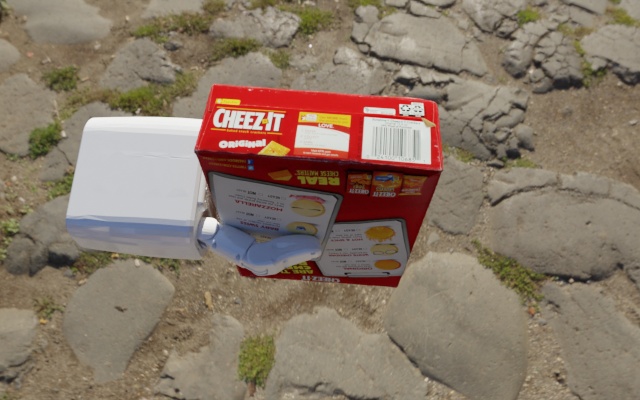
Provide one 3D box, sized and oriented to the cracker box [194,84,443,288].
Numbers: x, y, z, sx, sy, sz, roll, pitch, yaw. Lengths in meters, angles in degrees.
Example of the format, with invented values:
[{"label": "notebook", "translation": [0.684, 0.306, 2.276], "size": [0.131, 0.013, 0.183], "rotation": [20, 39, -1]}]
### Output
[{"label": "cracker box", "translation": [0.000, 0.001, 0.411], "size": [0.164, 0.072, 0.214], "rotation": [4, -30, 3]}]
